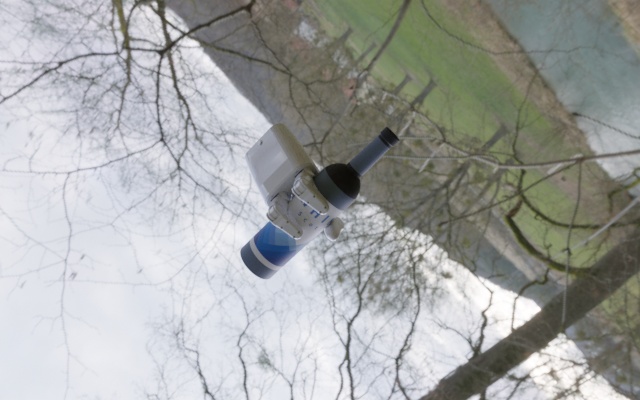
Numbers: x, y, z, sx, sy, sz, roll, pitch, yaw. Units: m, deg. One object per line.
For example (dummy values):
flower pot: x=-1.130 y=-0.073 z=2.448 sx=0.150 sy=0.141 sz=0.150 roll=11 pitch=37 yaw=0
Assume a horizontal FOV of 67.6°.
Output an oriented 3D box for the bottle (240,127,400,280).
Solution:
bottle: x=0.000 y=0.003 z=0.715 sx=0.296 sy=0.069 sz=0.069 roll=-43 pitch=-15 yaw=17
